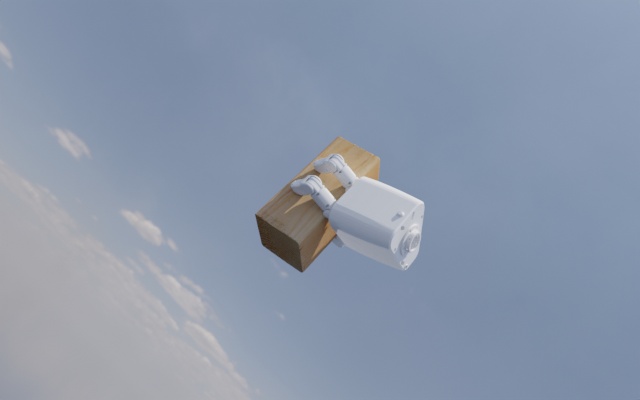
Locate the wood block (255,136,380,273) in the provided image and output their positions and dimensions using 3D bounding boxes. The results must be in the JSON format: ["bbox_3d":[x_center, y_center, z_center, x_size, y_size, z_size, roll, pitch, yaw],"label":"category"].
[{"bbox_3d":[0.001,0.003,0.776,0.090,0.206,0.091,31,-31,24],"label":"wood block"}]
